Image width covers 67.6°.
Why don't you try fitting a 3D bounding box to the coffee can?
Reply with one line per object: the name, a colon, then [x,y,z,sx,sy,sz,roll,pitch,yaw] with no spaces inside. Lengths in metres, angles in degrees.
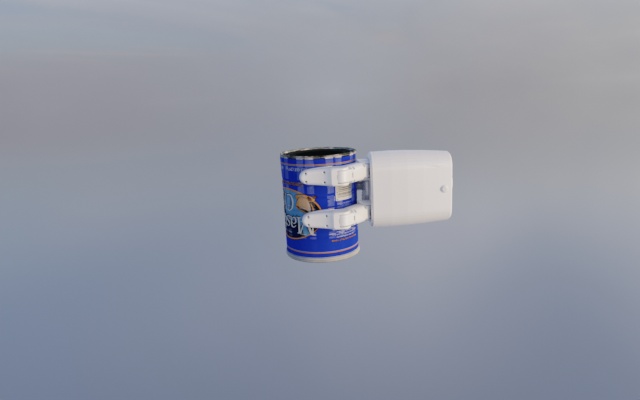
coffee can: [0.000,0.002,0.654,0.103,0.140,0.102,-3,13,1]
